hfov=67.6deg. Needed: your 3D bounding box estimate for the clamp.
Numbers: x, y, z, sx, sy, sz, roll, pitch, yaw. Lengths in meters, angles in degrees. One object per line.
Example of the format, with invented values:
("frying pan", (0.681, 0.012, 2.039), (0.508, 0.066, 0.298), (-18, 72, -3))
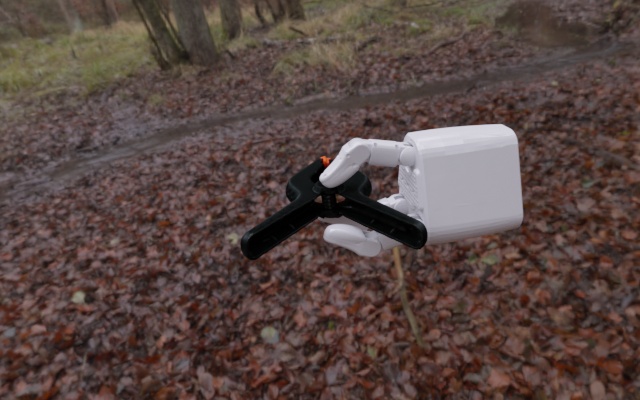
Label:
("clamp", (0.000, 0.001, 0.498), (0.164, 0.036, 0.210), (-6, 24, -7))
